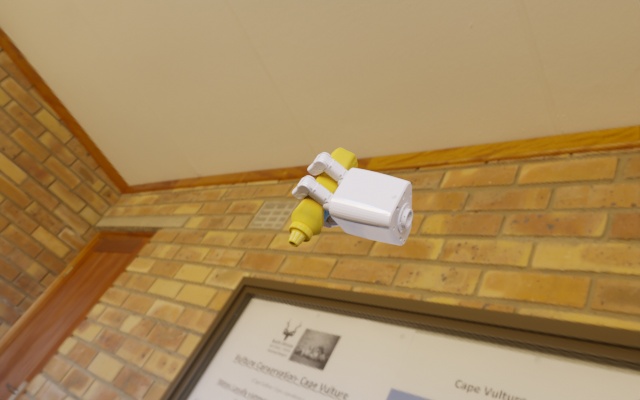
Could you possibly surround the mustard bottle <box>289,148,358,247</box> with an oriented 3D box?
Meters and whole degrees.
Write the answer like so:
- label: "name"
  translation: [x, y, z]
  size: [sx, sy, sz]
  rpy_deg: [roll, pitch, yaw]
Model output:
- label: "mustard bottle"
  translation: [0.000, 0.002, 0.834]
  size: [0.058, 0.191, 0.096]
  rpy_deg: [28, -30, 8]
